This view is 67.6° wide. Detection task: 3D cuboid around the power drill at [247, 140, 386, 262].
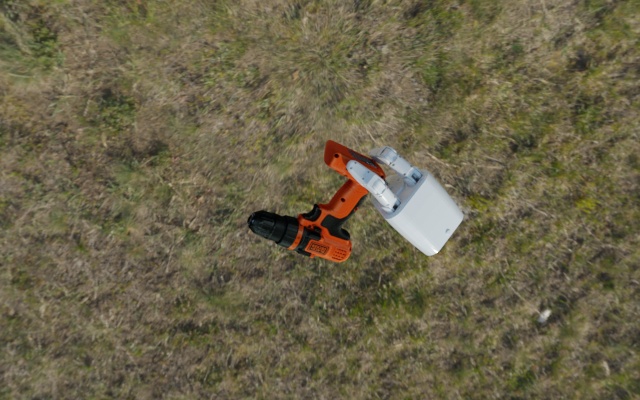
[{"bbox_3d":[0.001,0.002,0.751,0.184,0.188,0.057,20,24,-27],"label":"power drill"}]
